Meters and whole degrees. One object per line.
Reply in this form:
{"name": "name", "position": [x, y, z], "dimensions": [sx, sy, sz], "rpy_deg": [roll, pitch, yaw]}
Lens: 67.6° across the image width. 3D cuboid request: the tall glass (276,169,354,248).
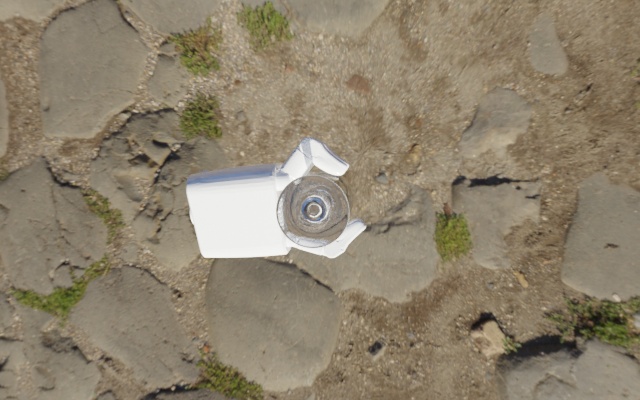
{"name": "tall glass", "position": [0.000, 0.002, 0.575], "dimensions": [0.079, 0.079, 0.201], "rpy_deg": [0, 5, 5]}
